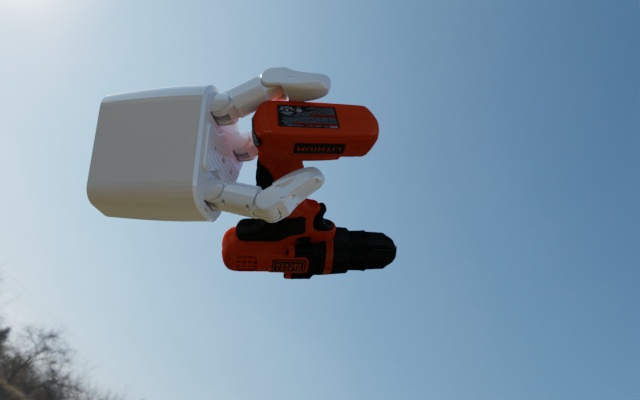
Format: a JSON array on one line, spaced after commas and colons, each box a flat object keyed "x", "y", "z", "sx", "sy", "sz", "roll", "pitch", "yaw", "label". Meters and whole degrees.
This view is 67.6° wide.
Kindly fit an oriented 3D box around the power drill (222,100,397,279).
[{"x": 0.000, "y": 0.001, "z": 0.456, "sx": 0.184, "sy": 0.188, "sz": 0.057, "roll": 0, "pitch": 39, "yaw": -12, "label": "power drill"}]
